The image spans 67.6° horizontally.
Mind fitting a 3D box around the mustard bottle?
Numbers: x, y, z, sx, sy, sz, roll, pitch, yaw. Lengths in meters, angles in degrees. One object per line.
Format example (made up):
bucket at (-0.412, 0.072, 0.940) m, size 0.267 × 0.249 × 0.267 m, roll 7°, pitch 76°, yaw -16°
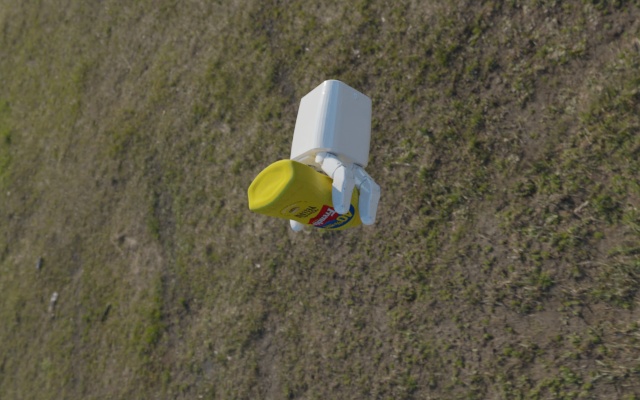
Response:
mustard bottle at (0.000, 0.002, 0.673) m, size 0.192 × 0.058 × 0.096 m, roll 18°, pitch -39°, yaw -42°
